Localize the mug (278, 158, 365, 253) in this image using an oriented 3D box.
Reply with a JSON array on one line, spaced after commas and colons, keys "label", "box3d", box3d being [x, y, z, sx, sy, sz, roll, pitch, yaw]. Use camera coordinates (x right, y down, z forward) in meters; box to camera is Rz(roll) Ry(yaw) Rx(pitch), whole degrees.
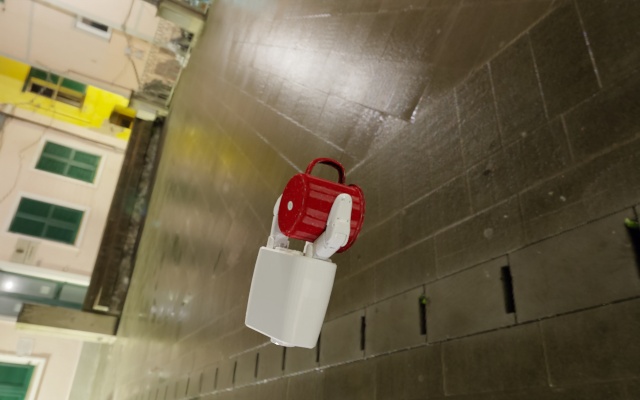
[{"label": "mug", "box3d": [0.000, 0.001, 0.607, 0.081, 0.117, 0.093, 16, -9, -25]}]
